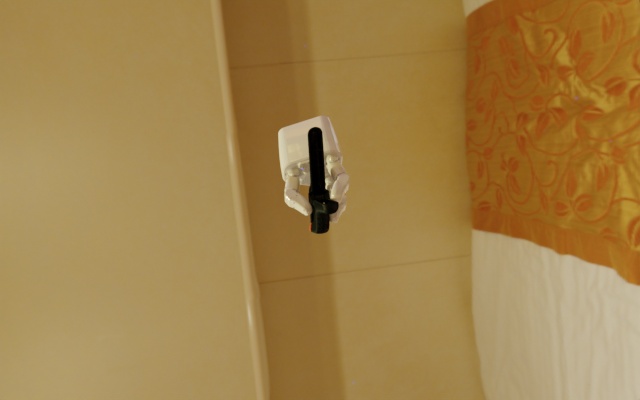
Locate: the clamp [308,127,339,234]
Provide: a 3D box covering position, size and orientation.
[{"bbox_3d":[-0.001,0.003,0.822,0.036,0.164,0.210,-6,-40,-7],"label":"clamp"}]
